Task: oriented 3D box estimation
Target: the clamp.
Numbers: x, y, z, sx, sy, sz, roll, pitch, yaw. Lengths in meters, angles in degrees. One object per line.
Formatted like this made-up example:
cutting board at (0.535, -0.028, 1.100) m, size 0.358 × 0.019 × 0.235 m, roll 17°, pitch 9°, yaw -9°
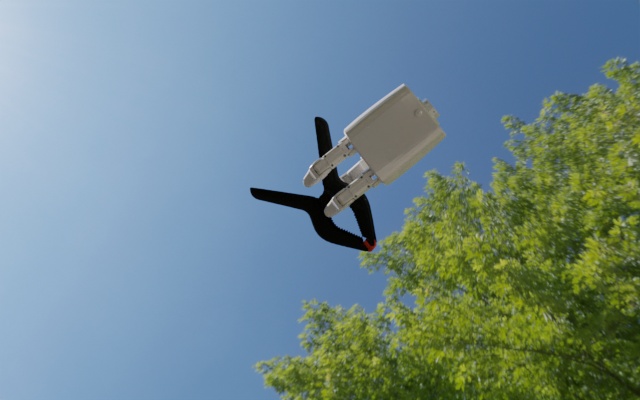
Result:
clamp at (0.001, 0.003, 0.727) m, size 0.164 × 0.210 × 0.036 m, roll -39°, pitch -7°, yaw 16°
